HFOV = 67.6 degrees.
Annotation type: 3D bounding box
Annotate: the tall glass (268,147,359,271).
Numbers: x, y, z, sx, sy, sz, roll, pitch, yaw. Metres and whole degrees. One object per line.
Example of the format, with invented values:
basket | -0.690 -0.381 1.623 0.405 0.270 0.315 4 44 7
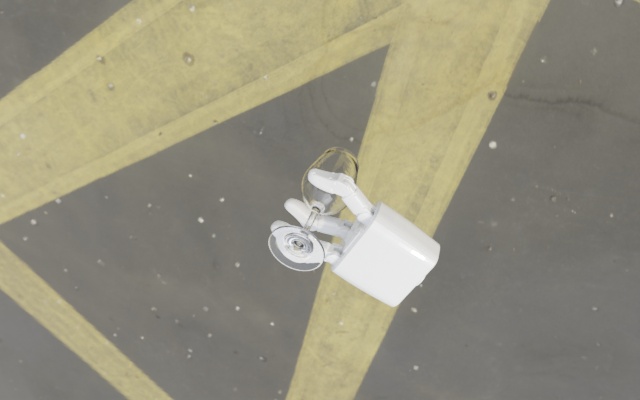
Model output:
tall glass | 0.000 0.002 0.663 0.079 0.079 0.201 0 36 22
